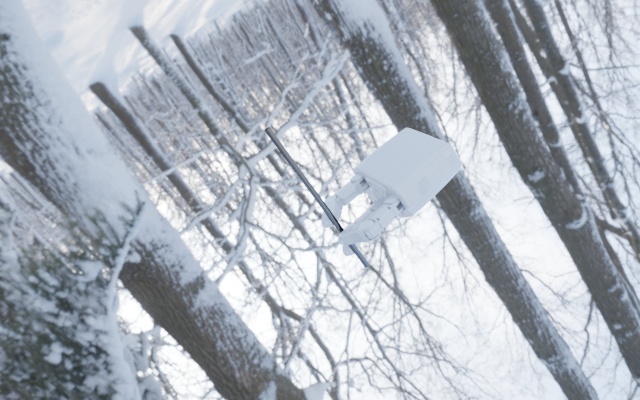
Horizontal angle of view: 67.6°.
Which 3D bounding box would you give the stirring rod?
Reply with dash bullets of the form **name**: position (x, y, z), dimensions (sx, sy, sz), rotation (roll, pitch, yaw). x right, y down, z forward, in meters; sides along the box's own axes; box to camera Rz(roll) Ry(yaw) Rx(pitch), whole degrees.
- **stirring rod**: position (0.000, 0.002, 0.632), dimensions (0.011, 0.240, 0.011), rotation (-30, 22, 14)
